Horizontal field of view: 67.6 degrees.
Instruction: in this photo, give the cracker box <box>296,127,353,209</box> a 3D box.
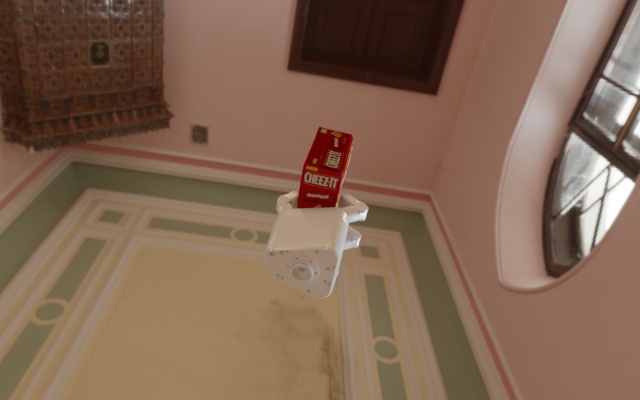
[{"bbox_3d":[0.000,0.003,0.835,0.072,0.214,0.164,13,30,2],"label":"cracker box"}]
